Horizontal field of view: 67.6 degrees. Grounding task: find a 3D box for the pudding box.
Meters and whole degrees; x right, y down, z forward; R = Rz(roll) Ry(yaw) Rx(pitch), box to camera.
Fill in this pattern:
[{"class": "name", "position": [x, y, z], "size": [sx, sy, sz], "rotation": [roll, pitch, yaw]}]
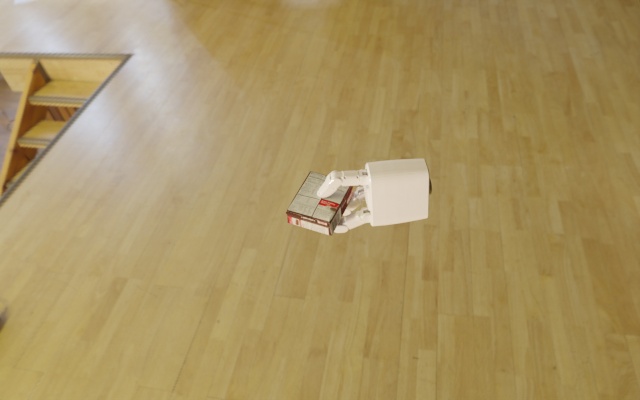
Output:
[{"class": "pudding box", "position": [0.000, 0.003, 0.881], "size": [0.090, 0.039, 0.113], "rotation": [15, 49, 19]}]
